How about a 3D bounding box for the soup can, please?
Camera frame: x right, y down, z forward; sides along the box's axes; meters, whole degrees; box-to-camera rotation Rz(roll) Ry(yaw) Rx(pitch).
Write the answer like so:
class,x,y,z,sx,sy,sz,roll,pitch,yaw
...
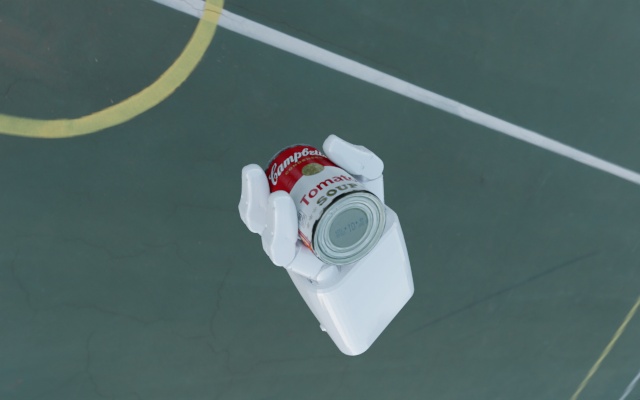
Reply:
class,x,y,z,sx,sy,sz,roll,pitch,yaw
soup can,0.000,0.001,0.403,0.068,0.068,0.102,0,26,-31
